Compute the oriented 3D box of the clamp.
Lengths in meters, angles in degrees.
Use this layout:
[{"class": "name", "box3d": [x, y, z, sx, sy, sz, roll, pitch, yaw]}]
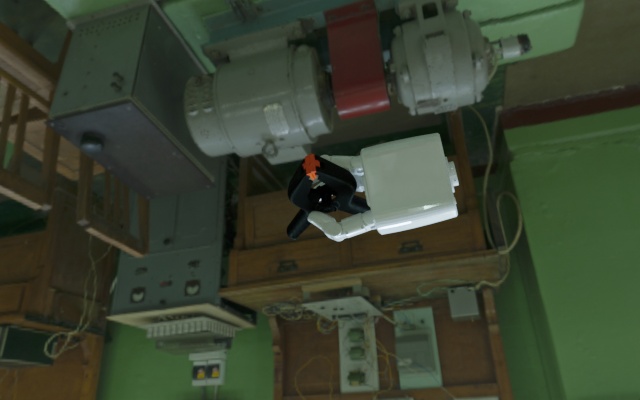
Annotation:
[{"class": "clamp", "box3d": [0.000, 0.003, 0.680, 0.164, 0.036, 0.210, -15, -28, 14]}]
